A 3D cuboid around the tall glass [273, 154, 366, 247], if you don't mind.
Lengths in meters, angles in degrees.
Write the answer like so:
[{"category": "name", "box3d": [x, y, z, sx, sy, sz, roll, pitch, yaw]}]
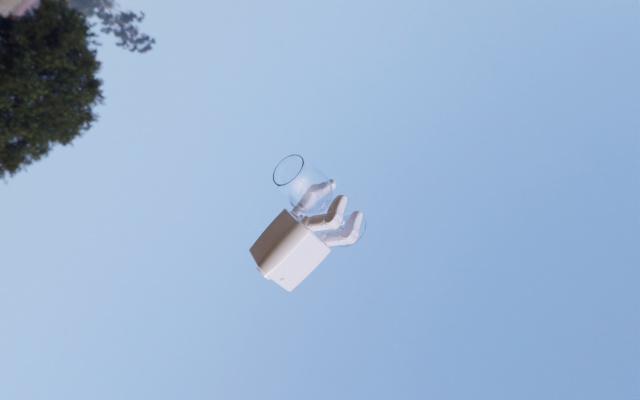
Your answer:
[{"category": "tall glass", "box3d": [0.001, 0.003, 0.838, 0.079, 0.079, 0.201, 0, -32, 39]}]
